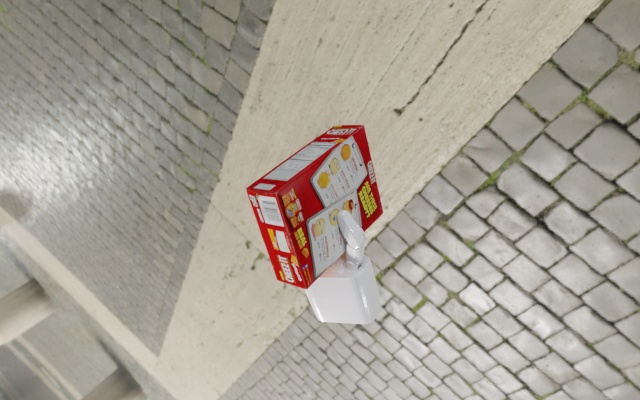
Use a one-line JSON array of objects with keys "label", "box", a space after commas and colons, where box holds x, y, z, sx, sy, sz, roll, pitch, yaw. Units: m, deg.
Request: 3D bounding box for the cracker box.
[{"label": "cracker box", "box": [0.000, 0.002, 0.726, 0.072, 0.164, 0.213, 9, 36, 39]}]
